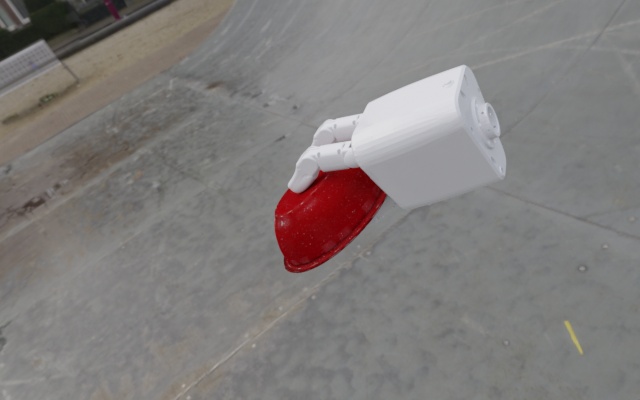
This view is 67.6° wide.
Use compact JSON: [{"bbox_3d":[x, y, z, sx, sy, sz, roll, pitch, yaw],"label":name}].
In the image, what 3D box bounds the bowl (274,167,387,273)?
[{"bbox_3d":[-0.001,0.002,0.534,0.055,0.162,0.162,45,-16,-17],"label":"bowl"}]
